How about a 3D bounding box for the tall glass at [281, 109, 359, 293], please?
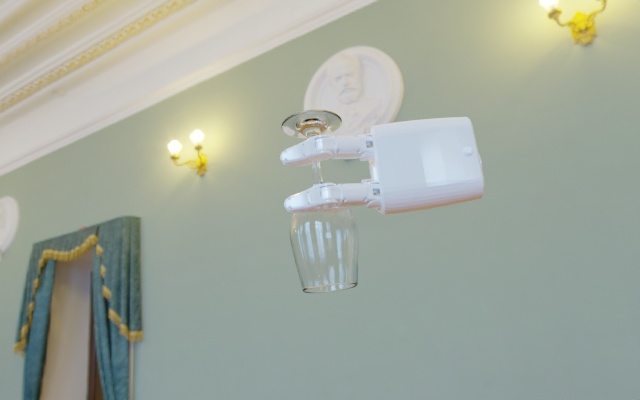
[{"bbox_3d":[0.000,0.001,0.551,0.079,0.201,0.079,-6,-17,-2],"label":"tall glass"}]
